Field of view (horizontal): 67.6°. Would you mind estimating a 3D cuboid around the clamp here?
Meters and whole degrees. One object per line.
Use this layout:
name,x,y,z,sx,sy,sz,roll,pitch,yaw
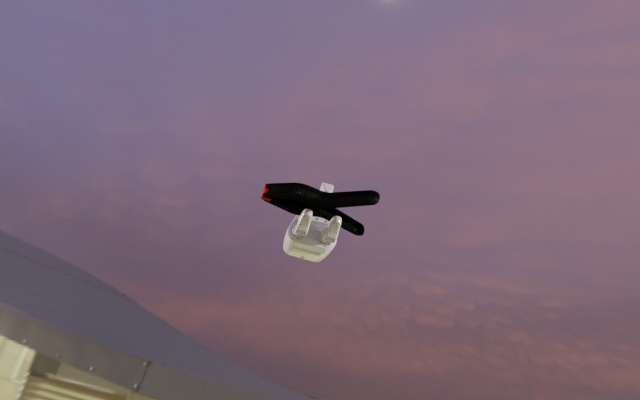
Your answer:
clamp,0.000,0.002,0.857,0.210,0.036,0.165,16,-27,-6
